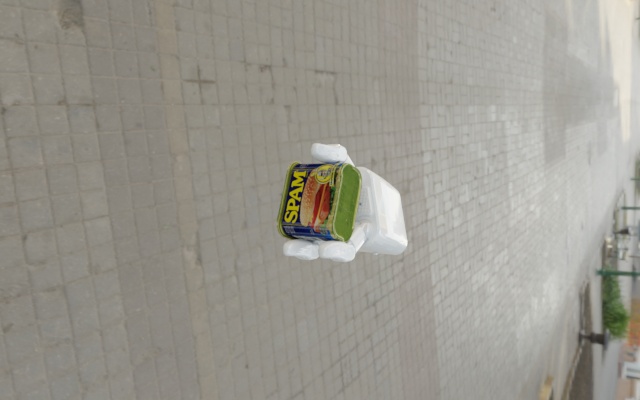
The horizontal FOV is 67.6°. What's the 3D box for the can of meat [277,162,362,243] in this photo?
[{"bbox_3d":[0.000,0.002,0.606,0.084,0.102,0.057,2,-16,34],"label":"can of meat"}]
